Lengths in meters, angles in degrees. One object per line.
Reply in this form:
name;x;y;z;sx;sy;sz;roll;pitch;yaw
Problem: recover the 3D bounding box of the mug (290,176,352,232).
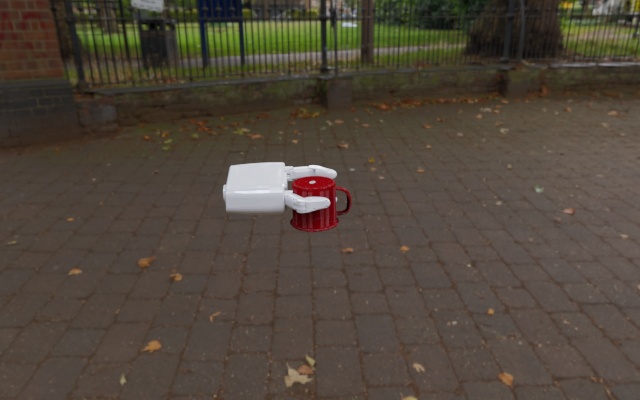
mug;0.002;0.003;0.892;0.117;0.081;0.093;-2;20;-3
